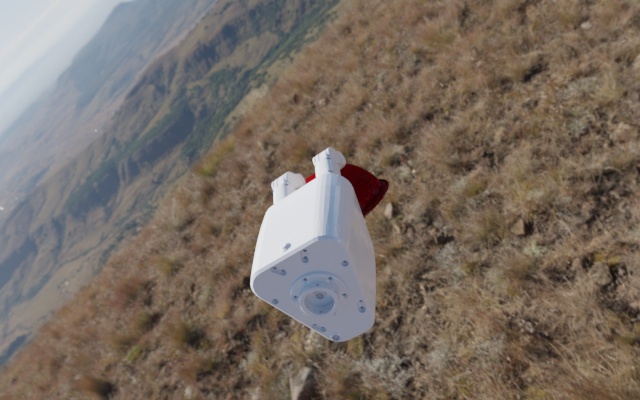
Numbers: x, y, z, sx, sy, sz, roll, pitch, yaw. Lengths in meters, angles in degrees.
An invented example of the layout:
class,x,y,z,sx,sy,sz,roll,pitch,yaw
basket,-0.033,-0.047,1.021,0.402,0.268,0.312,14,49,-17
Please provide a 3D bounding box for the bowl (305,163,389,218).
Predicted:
class,x,y,z,sx,sy,sz,roll,pitch,yaw
bowl,0.000,0.001,0.575,0.162,0.055,0.162,-34,11,7
